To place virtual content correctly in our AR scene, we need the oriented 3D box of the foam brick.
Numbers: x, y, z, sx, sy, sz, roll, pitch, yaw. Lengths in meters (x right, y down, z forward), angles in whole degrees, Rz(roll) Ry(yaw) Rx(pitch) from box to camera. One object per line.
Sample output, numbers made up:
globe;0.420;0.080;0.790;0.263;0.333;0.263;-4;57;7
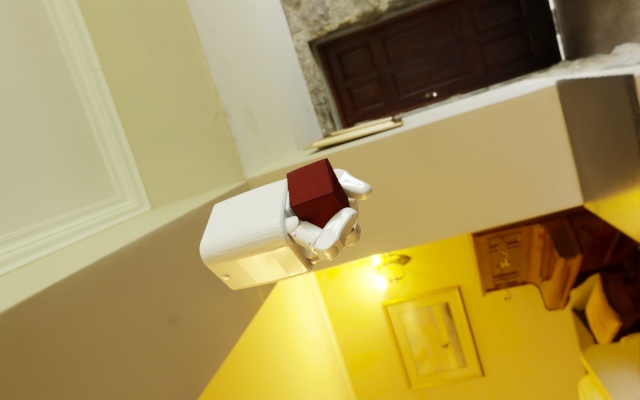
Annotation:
foam brick;0.000;0.002;0.541;0.051;0.053;0.078;-18;-42;11
